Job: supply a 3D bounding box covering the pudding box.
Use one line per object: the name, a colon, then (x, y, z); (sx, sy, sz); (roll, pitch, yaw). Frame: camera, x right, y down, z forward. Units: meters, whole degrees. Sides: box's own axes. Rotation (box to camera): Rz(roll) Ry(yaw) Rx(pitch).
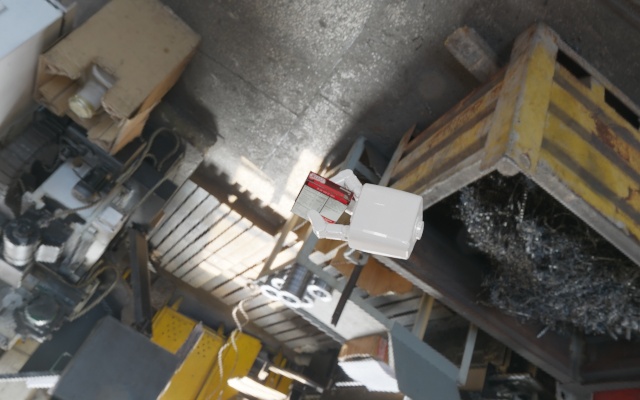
pudding box: (0.000, 0.003, 0.885); (0.090, 0.039, 0.113); (28, -35, -3)
